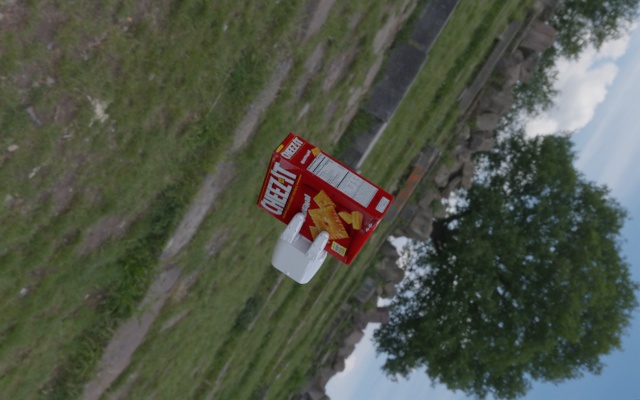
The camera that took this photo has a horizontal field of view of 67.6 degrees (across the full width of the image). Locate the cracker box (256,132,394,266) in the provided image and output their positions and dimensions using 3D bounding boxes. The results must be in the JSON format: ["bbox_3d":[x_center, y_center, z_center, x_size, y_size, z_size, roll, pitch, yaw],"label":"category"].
[{"bbox_3d":[0.000,0.003,0.858,0.213,0.072,0.164,32,-39,5],"label":"cracker box"}]
